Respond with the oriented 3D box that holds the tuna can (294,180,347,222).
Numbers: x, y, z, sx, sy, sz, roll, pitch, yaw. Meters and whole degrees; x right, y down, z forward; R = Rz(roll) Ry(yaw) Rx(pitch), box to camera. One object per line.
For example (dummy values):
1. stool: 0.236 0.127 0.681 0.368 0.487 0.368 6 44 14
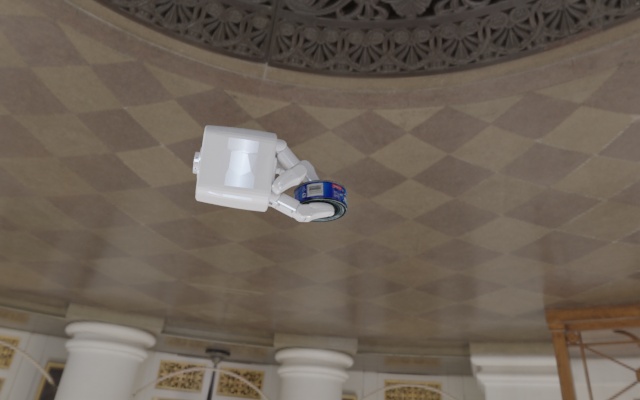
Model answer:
1. tuna can: 0.000 0.003 0.758 0.086 0.033 0.086 -1 -28 -1
